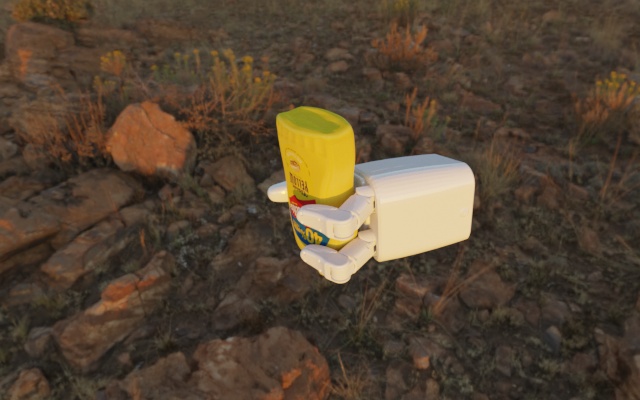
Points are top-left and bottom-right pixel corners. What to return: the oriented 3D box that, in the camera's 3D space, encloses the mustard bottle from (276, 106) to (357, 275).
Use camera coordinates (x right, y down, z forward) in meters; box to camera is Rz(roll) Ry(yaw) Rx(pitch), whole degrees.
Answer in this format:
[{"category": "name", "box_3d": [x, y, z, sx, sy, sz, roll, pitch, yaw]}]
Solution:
[{"category": "mustard bottle", "box_3d": [0.000, 0.002, 0.516, 0.058, 0.192, 0.096, -25, 36, -29]}]
